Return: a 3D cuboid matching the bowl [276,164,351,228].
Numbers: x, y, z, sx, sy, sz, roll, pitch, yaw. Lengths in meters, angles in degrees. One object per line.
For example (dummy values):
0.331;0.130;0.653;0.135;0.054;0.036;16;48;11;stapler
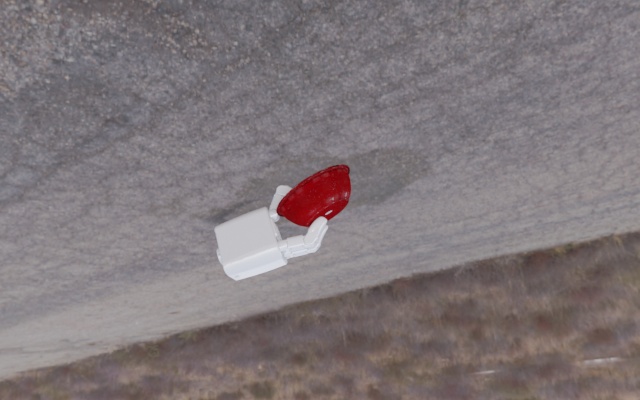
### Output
0.001;0.002;0.890;0.162;0.055;0.162;-30;-17;-10;bowl
